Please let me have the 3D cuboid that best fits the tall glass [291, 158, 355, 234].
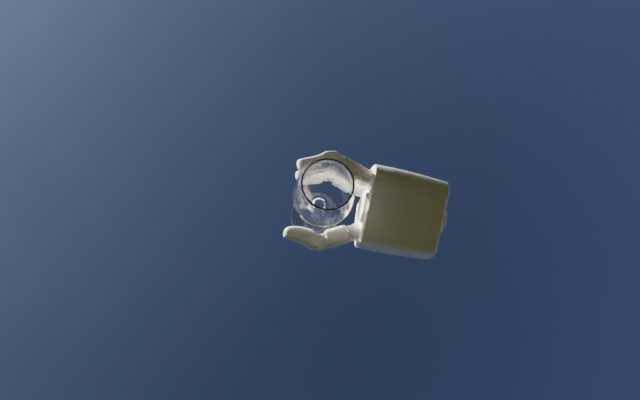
[{"bbox_3d":[0.000,0.002,0.639,0.079,0.079,0.201,0,-12,-5],"label":"tall glass"}]
